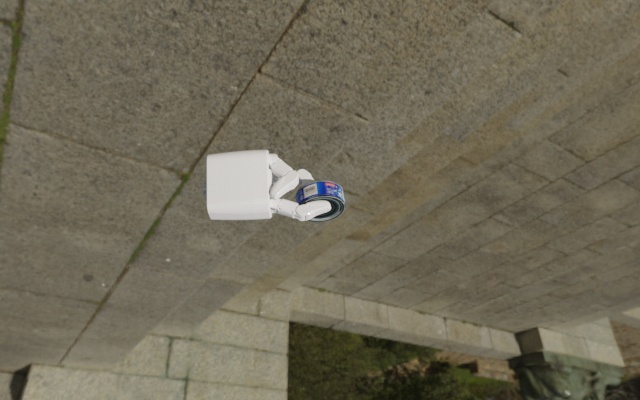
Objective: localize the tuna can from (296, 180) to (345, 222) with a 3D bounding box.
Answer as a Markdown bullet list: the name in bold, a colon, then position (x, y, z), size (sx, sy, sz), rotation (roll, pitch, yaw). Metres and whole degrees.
- **tuna can**: position (0.000, 0.003, 0.841), size (0.086, 0.033, 0.086), rotation (-5, -34, -4)
